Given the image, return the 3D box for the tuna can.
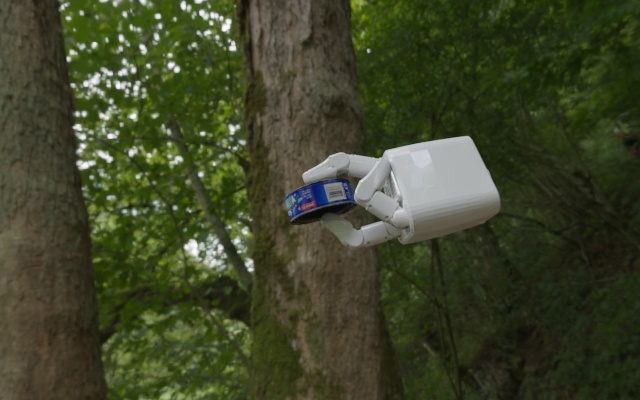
[{"bbox_3d":[0.000,0.001,0.595,0.086,0.033,0.086,-15,-12,-3],"label":"tuna can"}]
